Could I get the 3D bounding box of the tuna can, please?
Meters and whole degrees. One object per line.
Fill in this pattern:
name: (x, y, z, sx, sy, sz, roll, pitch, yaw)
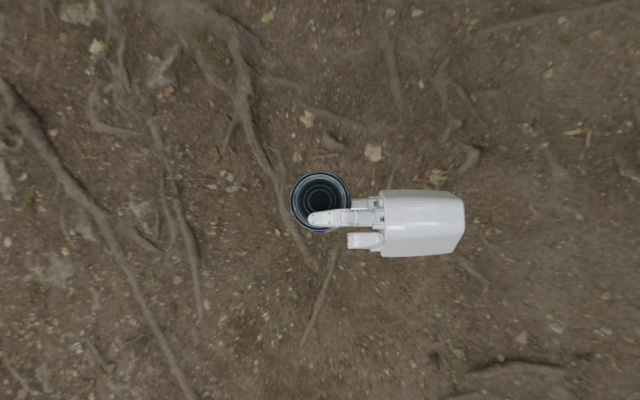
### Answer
tuna can: (0.000, 0.002, 0.665, 0.086, 0.086, 0.034, 0, -5, 6)
